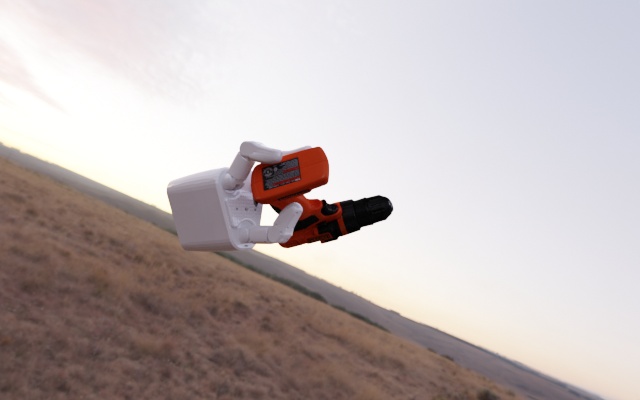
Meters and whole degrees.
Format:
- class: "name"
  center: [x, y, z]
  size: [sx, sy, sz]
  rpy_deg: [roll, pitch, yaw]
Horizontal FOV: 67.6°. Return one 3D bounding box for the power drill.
- class: "power drill"
  center: [0.000, 0.002, 0.662]
  size: [0.184, 0.057, 0.188]
  rpy_deg: [-17, -32, 9]
